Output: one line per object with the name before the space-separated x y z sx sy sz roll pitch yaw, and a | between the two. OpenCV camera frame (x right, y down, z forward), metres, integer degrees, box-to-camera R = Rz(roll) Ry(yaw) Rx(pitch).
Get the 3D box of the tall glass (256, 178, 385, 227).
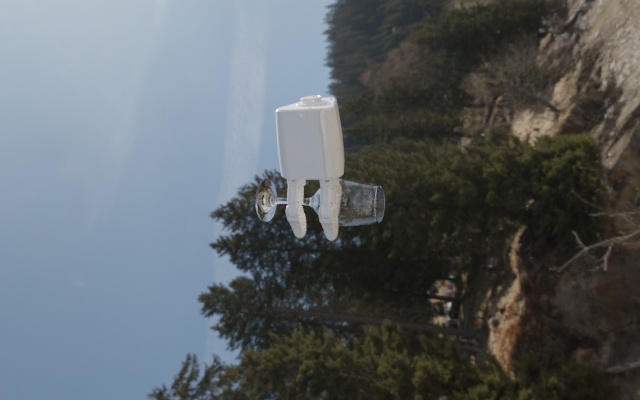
tall glass | 0.000 0.003 0.778 0.201 0.079 0.079 2 1 21
